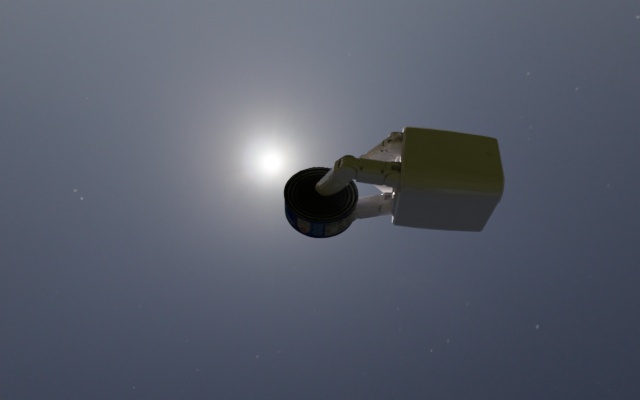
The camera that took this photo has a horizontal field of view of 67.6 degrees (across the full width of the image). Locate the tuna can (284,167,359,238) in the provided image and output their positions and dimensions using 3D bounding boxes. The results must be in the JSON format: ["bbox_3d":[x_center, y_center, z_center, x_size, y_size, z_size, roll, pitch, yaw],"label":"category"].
[{"bbox_3d":[0.000,0.002,0.556,0.086,0.086,0.034,0,-42,-3],"label":"tuna can"}]
